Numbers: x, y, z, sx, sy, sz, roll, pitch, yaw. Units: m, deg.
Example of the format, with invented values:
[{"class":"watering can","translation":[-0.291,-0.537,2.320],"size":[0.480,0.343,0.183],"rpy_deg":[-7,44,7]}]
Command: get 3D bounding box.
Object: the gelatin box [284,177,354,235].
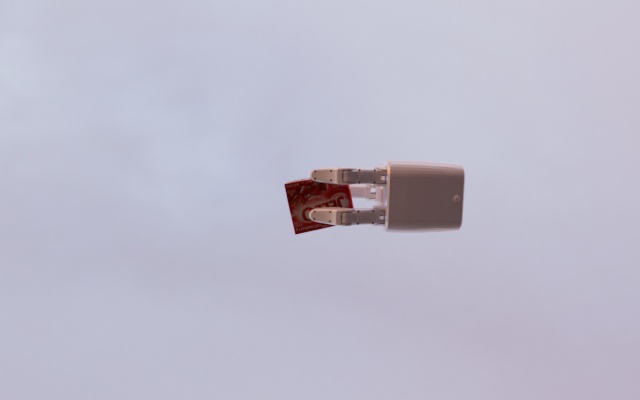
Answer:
[{"class":"gelatin box","translation":[0.000,0.002,0.667],"size":[0.089,0.073,0.030],"rpy_deg":[-12,7,3]}]
